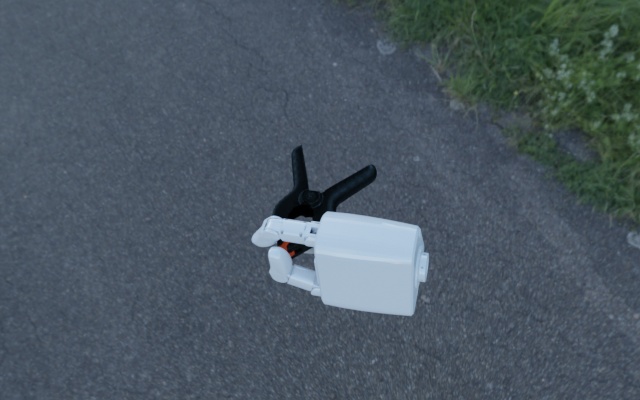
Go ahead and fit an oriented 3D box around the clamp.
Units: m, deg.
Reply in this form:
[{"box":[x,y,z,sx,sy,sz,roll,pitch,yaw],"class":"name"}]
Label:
[{"box":[0.000,0.002,0.603,0.120,0.171,0.039,6,-33,18],"class":"clamp"}]
